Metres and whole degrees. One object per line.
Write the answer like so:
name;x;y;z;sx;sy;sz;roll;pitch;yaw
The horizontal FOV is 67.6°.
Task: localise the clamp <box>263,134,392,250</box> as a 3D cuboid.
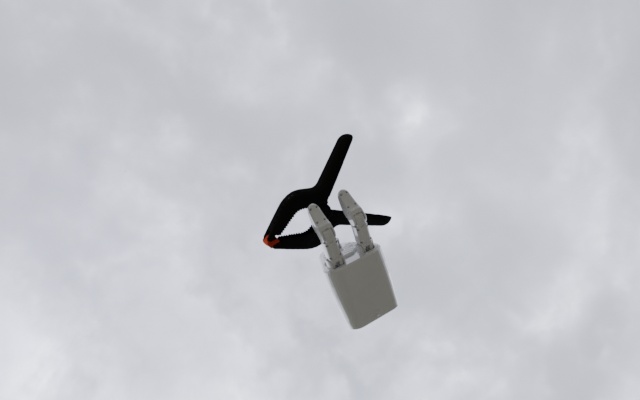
clamp;-0.001;0.003;0.741;0.210;0.164;0.036;-26;13;-19
